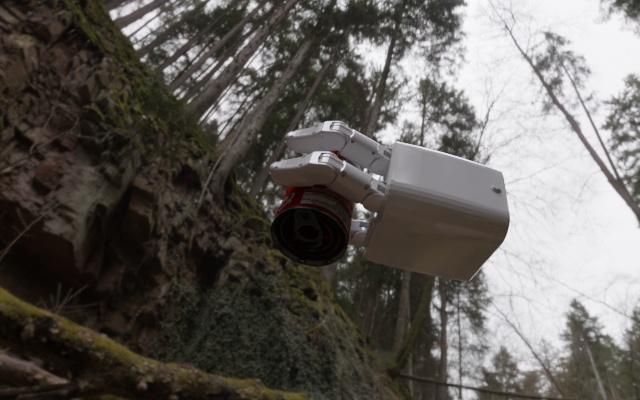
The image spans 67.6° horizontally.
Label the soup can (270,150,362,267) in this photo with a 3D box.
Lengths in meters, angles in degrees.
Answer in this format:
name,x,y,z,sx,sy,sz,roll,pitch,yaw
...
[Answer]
name,x,y,z,sx,sy,sz,roll,pitch,yaw
soup can,0.000,0.001,0.446,0.068,0.069,0.102,0,38,15
